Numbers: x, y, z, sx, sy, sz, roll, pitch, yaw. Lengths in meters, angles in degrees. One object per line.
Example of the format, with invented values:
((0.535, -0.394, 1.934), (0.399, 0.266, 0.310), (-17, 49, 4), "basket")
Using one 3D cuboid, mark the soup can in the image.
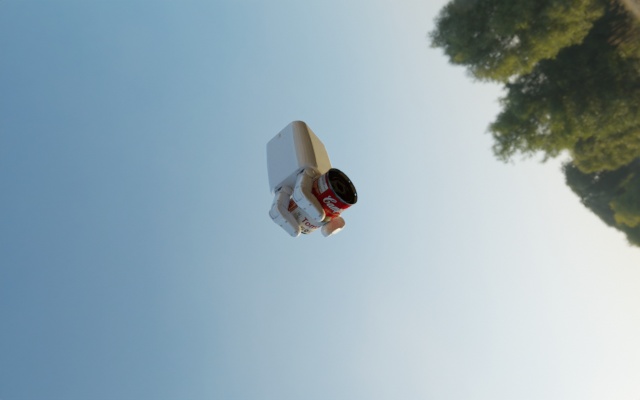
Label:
((0.000, 0.003, 0.772), (0.102, 0.068, 0.068), (-36, -20, 30), "soup can")
